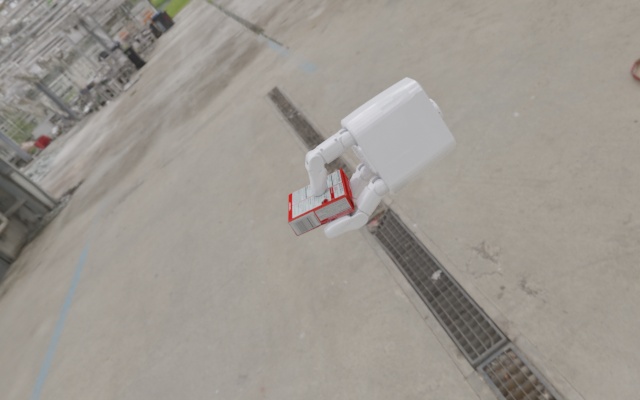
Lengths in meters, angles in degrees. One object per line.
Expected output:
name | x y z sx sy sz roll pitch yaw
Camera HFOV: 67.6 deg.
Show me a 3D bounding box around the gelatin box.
gelatin box | 0.000 0.002 0.649 0.089 0.030 0.073 -25 29 11
